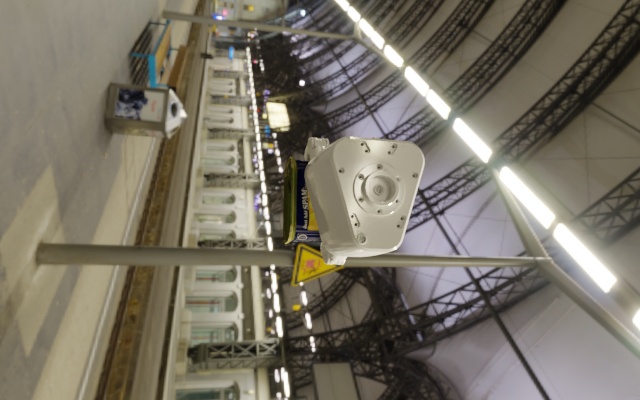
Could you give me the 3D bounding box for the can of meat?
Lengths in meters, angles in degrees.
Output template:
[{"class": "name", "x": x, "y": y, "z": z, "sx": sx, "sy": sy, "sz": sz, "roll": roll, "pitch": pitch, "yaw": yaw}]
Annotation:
[{"class": "can of meat", "x": 0.000, "y": 0.002, "z": 0.579, "sx": 0.084, "sy": 0.102, "sz": 0.057, "roll": 3, "pitch": -11, "yaw": -12}]
